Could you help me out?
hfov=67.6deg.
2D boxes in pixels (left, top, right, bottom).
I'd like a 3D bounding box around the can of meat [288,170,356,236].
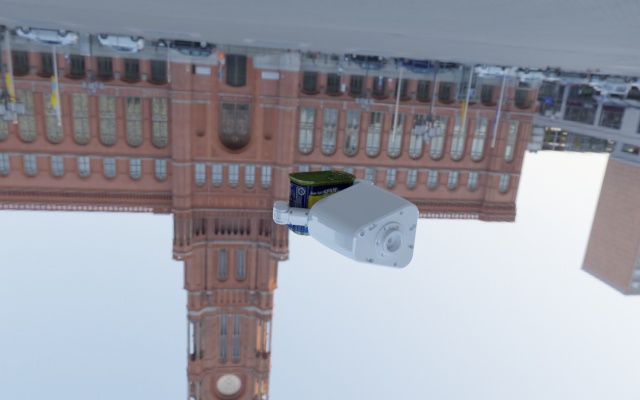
[{"bbox_3d":[0.000,0.003,0.723,0.102,0.084,0.057,-6,19,-33],"label":"can of meat"}]
